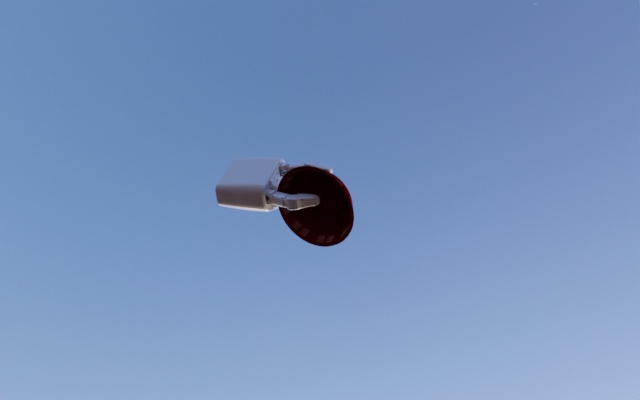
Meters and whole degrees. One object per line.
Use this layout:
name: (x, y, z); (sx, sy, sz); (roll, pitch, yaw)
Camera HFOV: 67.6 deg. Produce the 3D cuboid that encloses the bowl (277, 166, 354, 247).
bowl: (0.002, 0.003, 0.888); (0.162, 0.162, 0.055); (0, 24, 32)
